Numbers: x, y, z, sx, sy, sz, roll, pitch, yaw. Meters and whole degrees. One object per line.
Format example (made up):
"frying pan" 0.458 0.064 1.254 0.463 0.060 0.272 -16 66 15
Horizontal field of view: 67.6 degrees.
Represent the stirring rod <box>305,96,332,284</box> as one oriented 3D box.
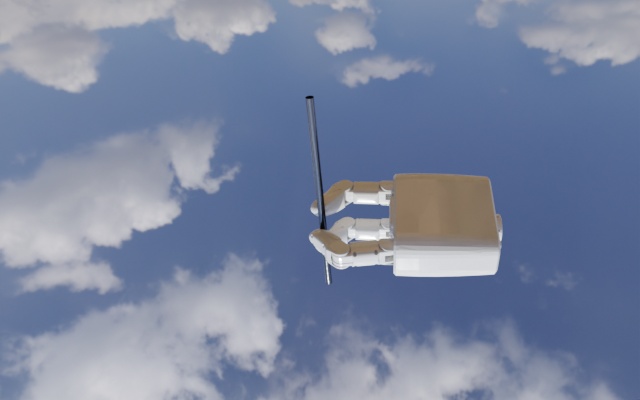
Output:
"stirring rod" 0.000 0.002 0.515 0.011 0.240 0.011 -4 35 3
